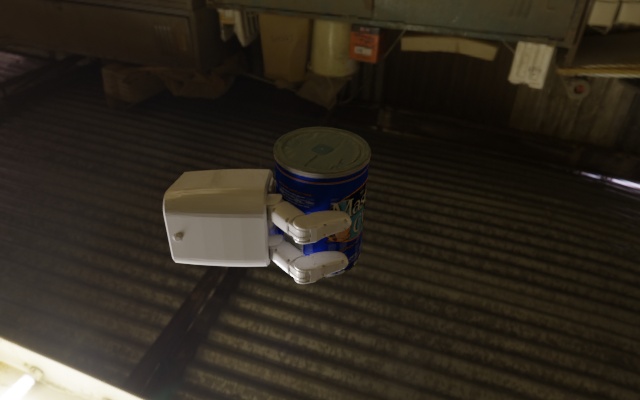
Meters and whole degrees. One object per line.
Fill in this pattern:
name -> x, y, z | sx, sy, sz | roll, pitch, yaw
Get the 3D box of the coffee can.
coffee can -> 0.000, 0.002, 0.541 | 0.103, 0.140, 0.102 | 1, 35, -1
